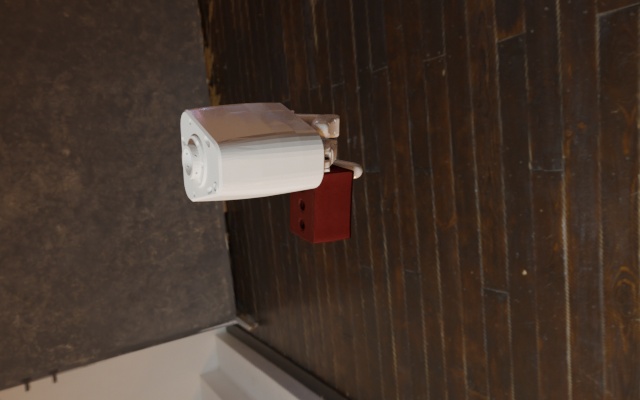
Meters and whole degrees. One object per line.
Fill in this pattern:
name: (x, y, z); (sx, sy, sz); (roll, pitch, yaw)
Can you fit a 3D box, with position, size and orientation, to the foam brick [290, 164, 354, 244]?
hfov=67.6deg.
foam brick: (0.000, 0.002, 0.525); (0.051, 0.078, 0.053); (-9, 18, -33)
